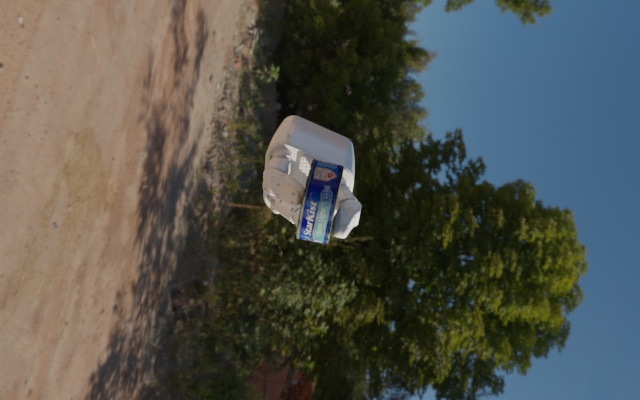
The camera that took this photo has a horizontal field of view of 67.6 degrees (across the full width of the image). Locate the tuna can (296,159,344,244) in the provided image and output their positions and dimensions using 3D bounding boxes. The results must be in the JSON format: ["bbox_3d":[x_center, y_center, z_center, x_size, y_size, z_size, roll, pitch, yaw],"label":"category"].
[{"bbox_3d":[0.001,0.002,0.499,0.034,0.086,0.086,12,0,2],"label":"tuna can"}]
